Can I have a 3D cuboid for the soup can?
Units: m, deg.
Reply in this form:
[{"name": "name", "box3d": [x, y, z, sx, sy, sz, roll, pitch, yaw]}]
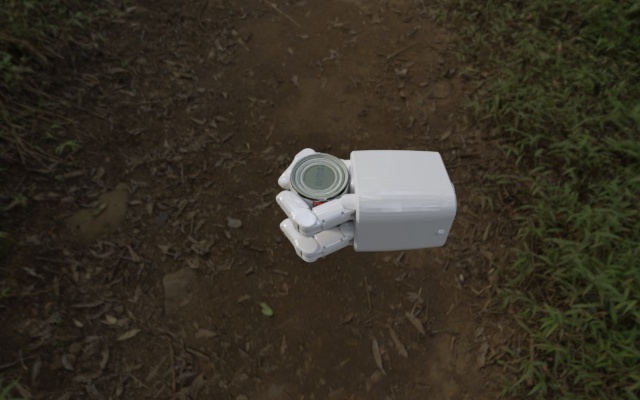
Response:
[{"name": "soup can", "box3d": [0.000, 0.002, 0.563, 0.068, 0.068, 0.102, 0, -35, 1]}]
